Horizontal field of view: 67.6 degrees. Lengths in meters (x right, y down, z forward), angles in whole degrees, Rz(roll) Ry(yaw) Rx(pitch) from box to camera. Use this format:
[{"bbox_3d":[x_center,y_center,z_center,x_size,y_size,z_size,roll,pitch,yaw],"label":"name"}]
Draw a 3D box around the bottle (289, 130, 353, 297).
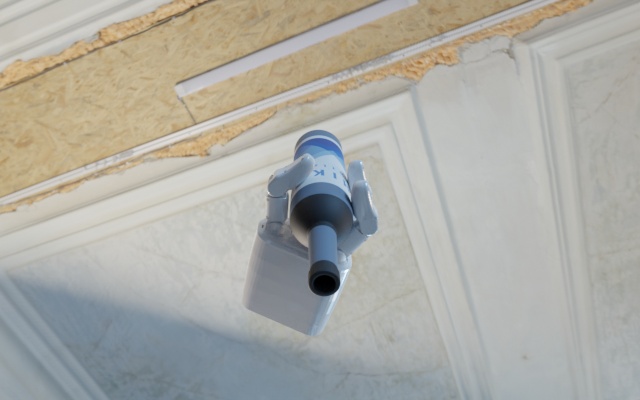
[{"bbox_3d":[0.000,0.002,0.526,0.069,0.069,0.295,0,28,-1],"label":"bottle"}]
